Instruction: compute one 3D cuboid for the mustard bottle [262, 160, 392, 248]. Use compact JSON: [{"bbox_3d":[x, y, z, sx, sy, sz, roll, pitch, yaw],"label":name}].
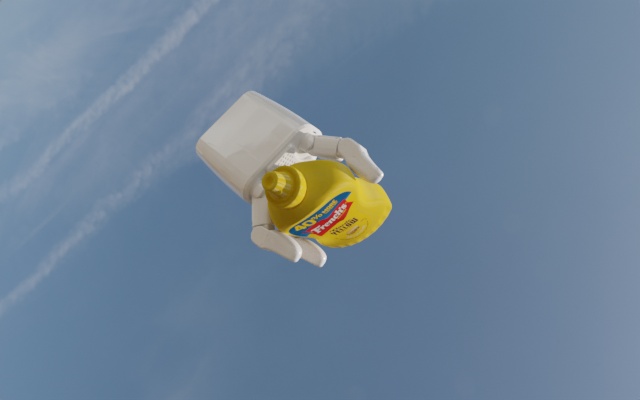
[{"bbox_3d":[0.000,0.002,0.509,0.096,0.058,0.192,-34,-27,18],"label":"mustard bottle"}]
